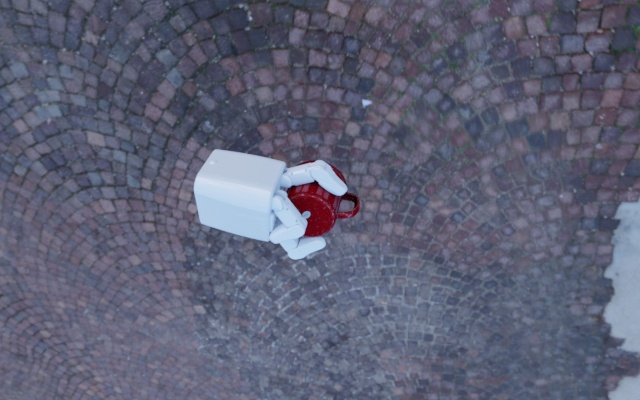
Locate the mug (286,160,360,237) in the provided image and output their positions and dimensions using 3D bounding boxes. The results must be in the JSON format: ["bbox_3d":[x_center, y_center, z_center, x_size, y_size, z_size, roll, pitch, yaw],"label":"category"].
[{"bbox_3d":[0.001,0.003,0.710,0.117,0.093,0.081,12,38,4],"label":"mug"}]
